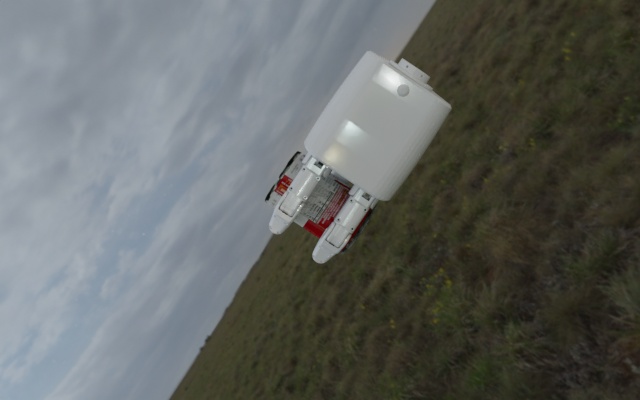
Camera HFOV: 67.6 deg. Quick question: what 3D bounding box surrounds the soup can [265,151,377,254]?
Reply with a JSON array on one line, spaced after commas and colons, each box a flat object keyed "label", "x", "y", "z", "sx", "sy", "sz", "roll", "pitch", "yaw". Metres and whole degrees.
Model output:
[{"label": "soup can", "x": 0.000, "y": 0.002, "z": 0.514, "sx": 0.102, "sy": 0.068, "sz": 0.068, "roll": 34, "pitch": -1, "yaw": -2}]
